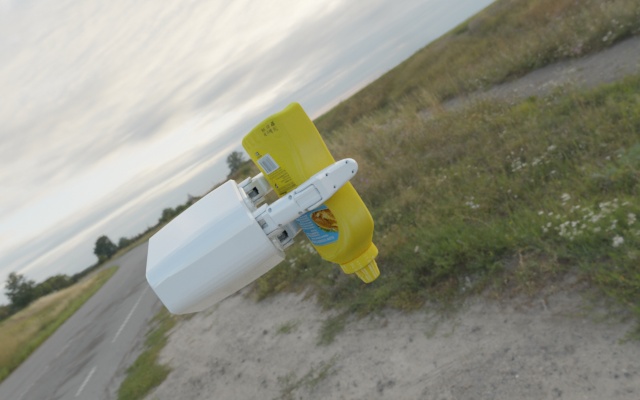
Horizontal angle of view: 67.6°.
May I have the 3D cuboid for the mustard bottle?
[{"bbox_3d":[0.000,0.001,0.477,0.058,0.191,0.096,-38,8,-28],"label":"mustard bottle"}]
